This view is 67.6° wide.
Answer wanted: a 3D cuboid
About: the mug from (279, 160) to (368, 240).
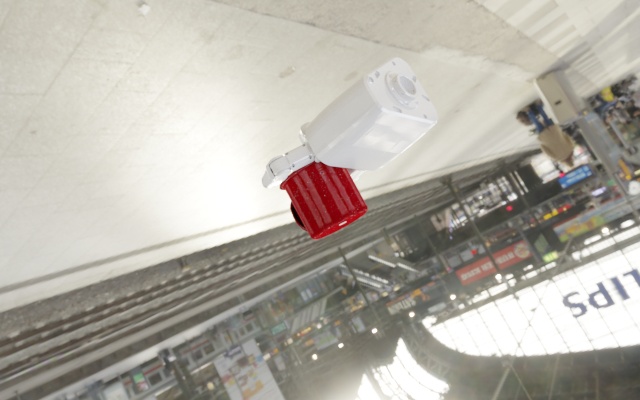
[{"bbox_3d":[-0.001,0.003,0.615,0.093,0.081,0.117,-19,-13,-45],"label":"mug"}]
